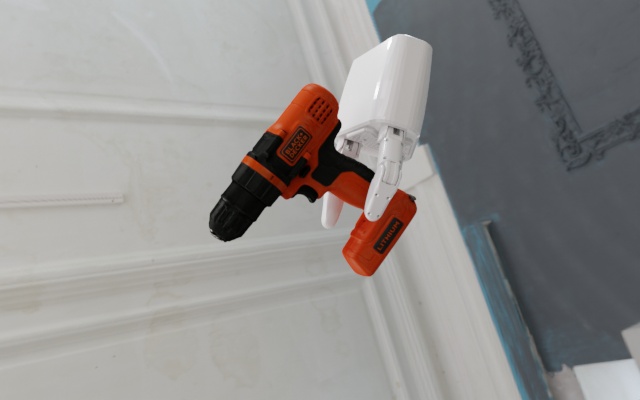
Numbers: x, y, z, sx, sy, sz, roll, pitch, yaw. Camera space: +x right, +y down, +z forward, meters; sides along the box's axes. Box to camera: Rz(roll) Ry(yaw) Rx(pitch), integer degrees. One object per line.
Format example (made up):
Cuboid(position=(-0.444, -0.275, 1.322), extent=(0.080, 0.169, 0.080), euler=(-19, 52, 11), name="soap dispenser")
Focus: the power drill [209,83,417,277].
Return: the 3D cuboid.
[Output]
Cuboid(position=(0.001, 0.002, 0.504), extent=(0.188, 0.184, 0.057), euler=(39, -5, -26), name="power drill")
